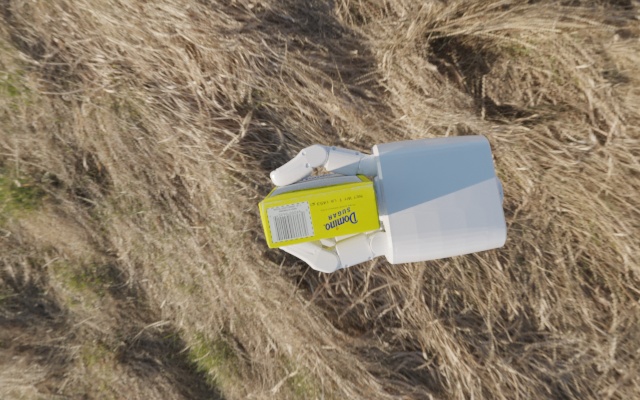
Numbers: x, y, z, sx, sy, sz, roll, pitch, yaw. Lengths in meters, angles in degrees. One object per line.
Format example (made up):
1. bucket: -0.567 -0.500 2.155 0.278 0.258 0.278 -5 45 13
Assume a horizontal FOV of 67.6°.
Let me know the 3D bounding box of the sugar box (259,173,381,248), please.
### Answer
1. sugar box: 0.000 0.002 0.459 0.093 0.048 0.176 -9 4 2
